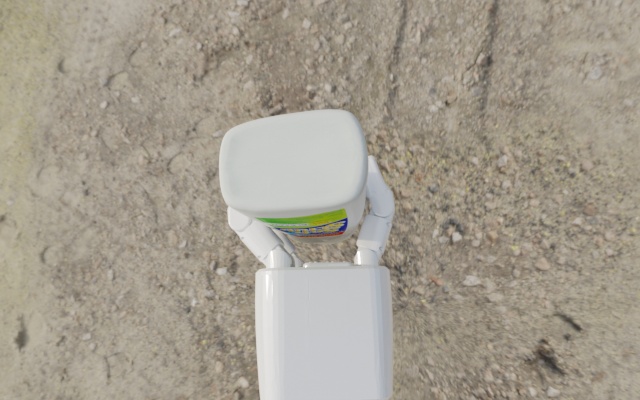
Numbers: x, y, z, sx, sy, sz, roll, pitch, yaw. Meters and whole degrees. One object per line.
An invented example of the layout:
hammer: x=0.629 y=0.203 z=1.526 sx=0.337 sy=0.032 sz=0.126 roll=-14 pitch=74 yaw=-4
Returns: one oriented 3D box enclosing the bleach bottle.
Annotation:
bleach bottle: x=0.000 y=0.001 z=0.424 sx=0.102 sy=0.068 sz=0.251 roll=-5 pitch=-14 yaw=9
